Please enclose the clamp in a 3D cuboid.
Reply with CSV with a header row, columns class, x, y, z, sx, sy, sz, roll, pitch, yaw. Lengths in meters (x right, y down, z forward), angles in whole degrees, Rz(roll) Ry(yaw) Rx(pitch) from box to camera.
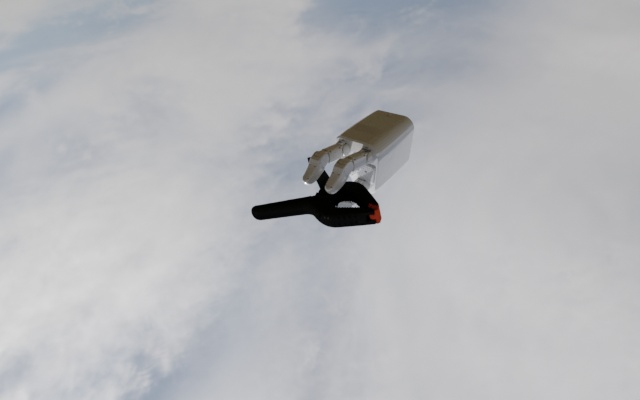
class,x,y,z,sx,sy,sz,roll,pitch,yaw
clamp,0.001,0.003,0.765,0.210,0.036,0.164,24,54,41
